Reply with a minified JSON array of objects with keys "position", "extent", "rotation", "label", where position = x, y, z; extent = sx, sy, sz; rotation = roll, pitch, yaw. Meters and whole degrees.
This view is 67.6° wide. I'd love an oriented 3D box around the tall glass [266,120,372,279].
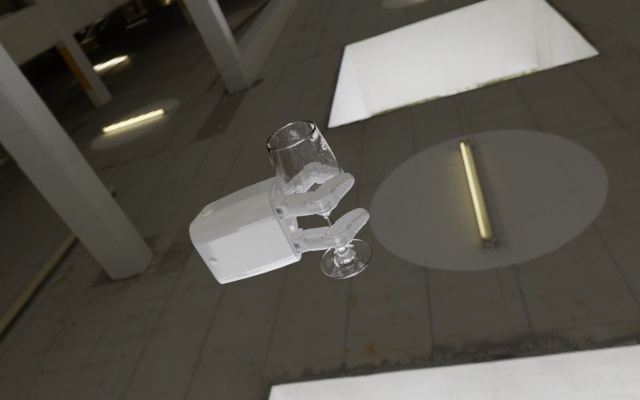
[{"position":[0.000,0.002,0.598],"extent":[0.079,0.201,0.079],"rotation":[-17,32,11],"label":"tall glass"}]
